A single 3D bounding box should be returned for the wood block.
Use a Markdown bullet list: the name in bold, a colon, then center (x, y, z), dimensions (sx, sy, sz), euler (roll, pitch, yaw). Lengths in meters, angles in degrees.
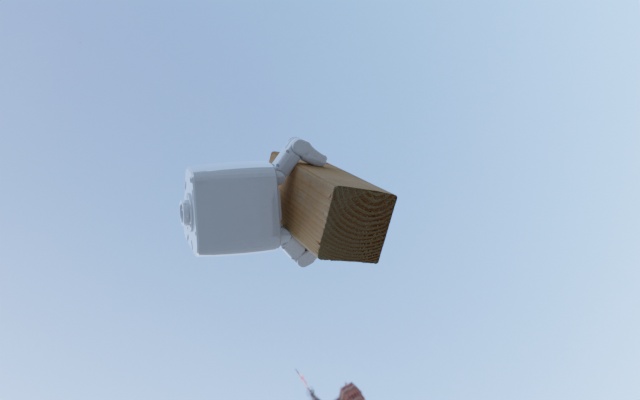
- **wood block**: center (0.000, 0.002, 0.642), dimensions (0.090, 0.091, 0.206), euler (8, 13, -29)
